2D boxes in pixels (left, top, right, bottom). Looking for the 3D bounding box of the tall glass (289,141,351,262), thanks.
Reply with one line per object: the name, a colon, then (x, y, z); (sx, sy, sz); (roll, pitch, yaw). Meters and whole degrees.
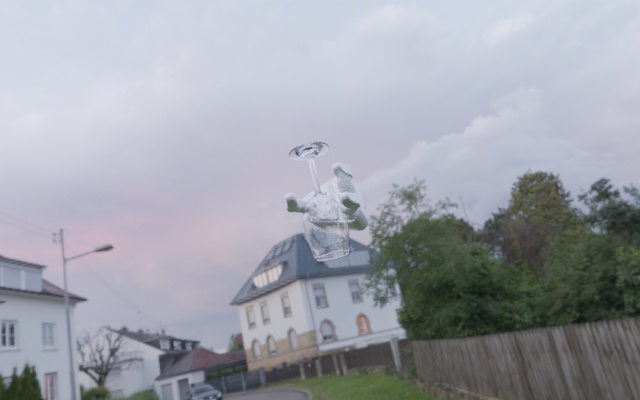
tall glass: (0.000, 0.002, 0.837); (0.079, 0.201, 0.079); (-12, -17, -4)
